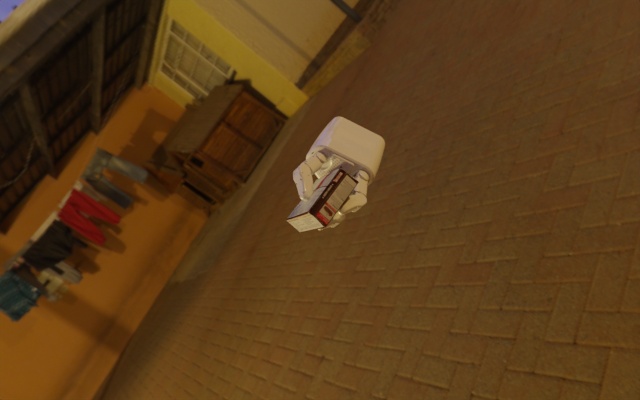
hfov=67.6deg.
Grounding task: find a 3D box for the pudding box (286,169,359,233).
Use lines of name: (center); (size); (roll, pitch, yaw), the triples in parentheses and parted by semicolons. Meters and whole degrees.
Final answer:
pudding box: (0.000, 0.002, 0.738); (0.039, 0.090, 0.113); (39, -19, -10)
